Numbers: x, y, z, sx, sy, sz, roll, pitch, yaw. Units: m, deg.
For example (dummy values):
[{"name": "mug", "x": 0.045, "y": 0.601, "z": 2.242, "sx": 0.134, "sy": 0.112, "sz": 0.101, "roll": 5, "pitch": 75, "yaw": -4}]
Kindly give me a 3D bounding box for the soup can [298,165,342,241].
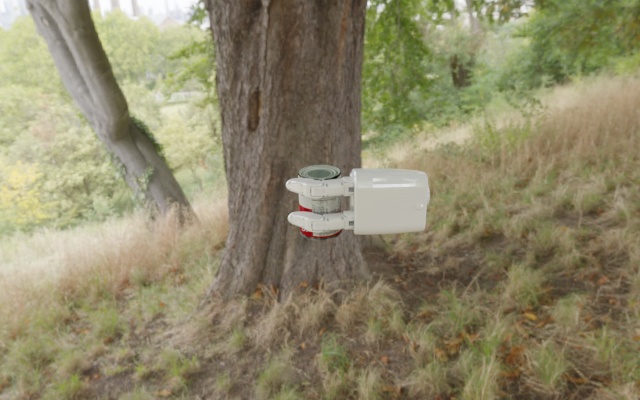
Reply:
[{"name": "soup can", "x": 0.000, "y": 0.002, "z": 0.749, "sx": 0.068, "sy": 0.102, "sz": 0.068, "roll": -1, "pitch": 23, "yaw": 1}]
